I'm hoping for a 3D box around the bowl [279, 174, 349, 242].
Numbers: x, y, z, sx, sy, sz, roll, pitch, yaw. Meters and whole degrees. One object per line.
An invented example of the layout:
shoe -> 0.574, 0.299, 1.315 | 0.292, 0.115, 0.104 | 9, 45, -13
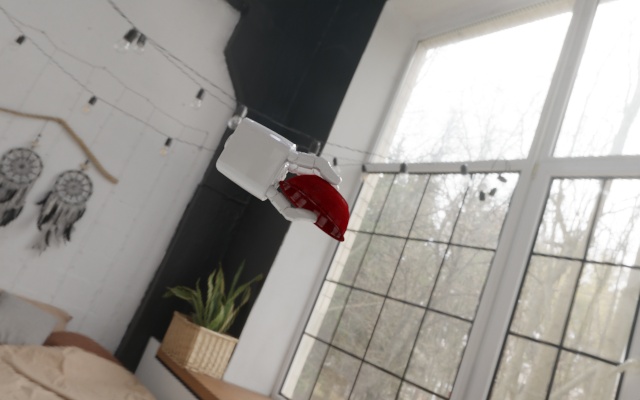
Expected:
bowl -> 0.001, 0.003, 0.877 | 0.162, 0.055, 0.162 | 41, -12, 10
